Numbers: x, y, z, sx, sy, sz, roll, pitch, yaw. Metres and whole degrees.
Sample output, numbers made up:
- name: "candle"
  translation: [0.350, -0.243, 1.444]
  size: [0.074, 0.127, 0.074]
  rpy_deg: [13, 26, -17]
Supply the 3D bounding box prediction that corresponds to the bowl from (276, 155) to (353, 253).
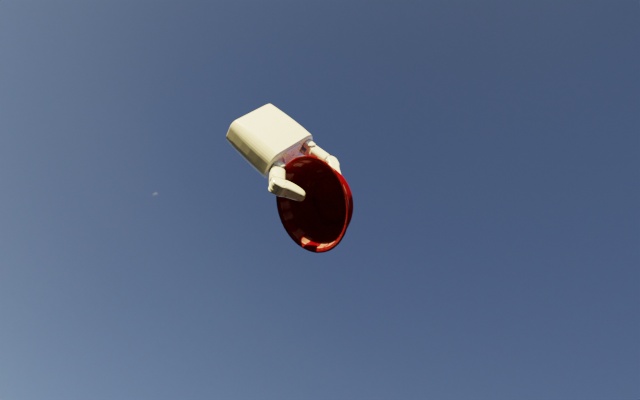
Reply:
- name: "bowl"
  translation: [0.001, 0.004, 0.796]
  size: [0.162, 0.162, 0.055]
  rpy_deg: [0, 10, 42]
